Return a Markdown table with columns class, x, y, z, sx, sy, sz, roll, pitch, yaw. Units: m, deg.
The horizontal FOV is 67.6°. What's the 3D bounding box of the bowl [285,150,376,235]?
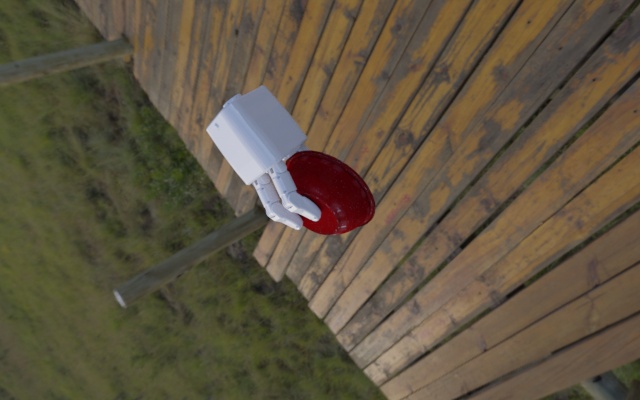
| class | x | y | z | sx | sy | sz | roll | pitch | yaw |
| --- | --- | --- | --- | --- | --- | --- | --- | --- | --- |
| bowl | 0.001 | 0.003 | 0.731 | 0.162 | 0.162 | 0.055 | 0 | 43 | 42 |
